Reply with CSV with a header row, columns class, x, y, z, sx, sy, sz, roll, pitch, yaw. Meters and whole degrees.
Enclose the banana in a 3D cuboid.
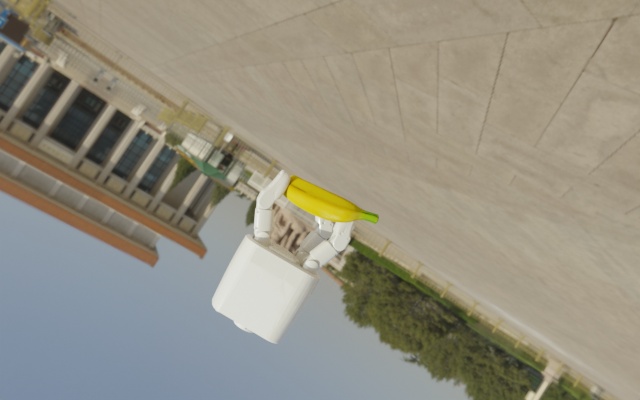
class,x,y,z,sx,sy,sz,roll,pitch,yaw
banana,-0.011,-0.003,0.646,0.070,0.037,0.197,26,1,-40
